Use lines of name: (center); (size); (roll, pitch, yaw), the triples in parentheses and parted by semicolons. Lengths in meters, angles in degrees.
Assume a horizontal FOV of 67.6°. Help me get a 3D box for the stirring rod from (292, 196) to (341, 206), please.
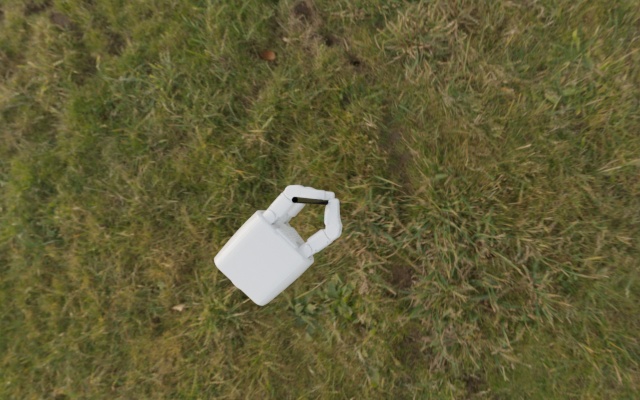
stirring rod: (0.000, 0.002, 0.683); (0.011, 0.011, 0.239); (0, -1, 15)
